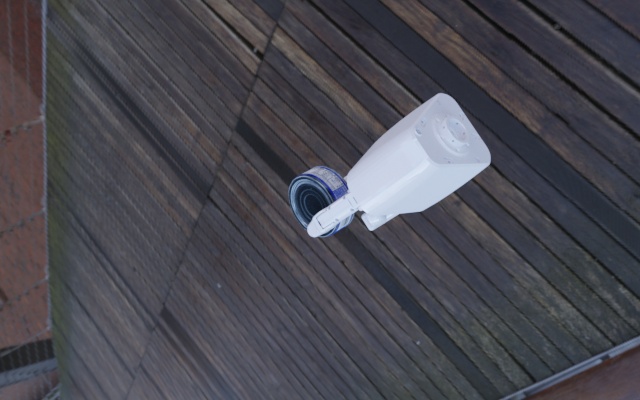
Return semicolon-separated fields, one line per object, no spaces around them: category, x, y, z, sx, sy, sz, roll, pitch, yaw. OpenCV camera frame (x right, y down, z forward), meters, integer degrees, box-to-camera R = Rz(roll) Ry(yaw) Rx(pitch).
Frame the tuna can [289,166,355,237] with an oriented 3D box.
tuna can;0.000;0.002;0.599;0.086;0.086;0.033;0;22;46
